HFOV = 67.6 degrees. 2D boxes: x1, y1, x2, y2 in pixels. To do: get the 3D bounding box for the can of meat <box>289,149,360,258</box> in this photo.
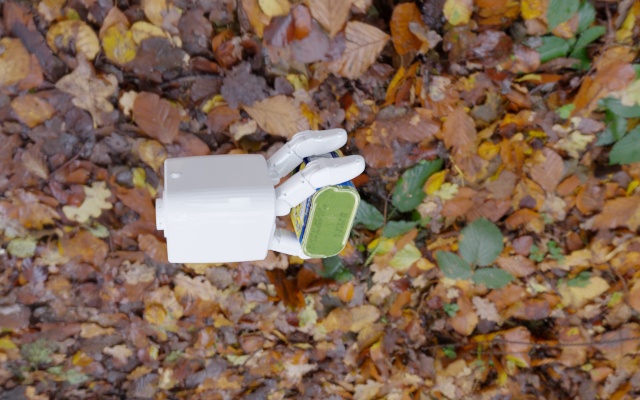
[{"bbox_3d":[0.000,0.002,0.539,0.057,0.102,0.084,1,36,-19],"label":"can of meat"}]
